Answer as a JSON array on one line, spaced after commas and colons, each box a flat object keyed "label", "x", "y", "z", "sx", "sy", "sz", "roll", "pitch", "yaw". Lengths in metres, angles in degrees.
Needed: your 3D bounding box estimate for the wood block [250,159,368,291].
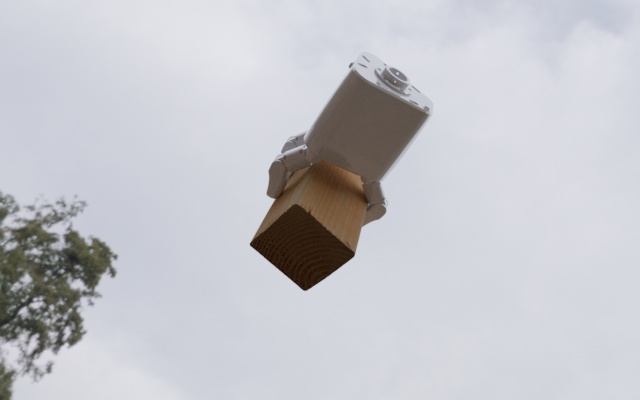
[{"label": "wood block", "x": 0.001, "y": 0.002, "z": 0.610, "sx": 0.090, "sy": 0.091, "sz": 0.206, "roll": -41, "pitch": 14, "yaw": 31}]
